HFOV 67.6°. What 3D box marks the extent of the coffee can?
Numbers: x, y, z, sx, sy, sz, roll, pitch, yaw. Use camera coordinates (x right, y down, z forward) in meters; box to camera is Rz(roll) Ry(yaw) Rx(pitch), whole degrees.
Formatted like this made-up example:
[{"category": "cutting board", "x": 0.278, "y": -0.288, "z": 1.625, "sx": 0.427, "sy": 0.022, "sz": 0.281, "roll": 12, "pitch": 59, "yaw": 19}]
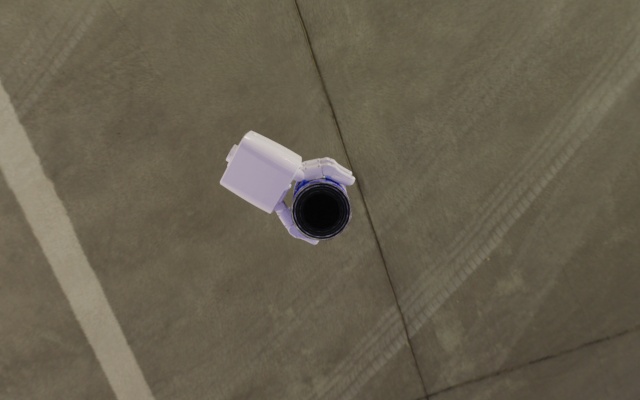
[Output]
[{"category": "coffee can", "x": 0.000, "y": 0.003, "z": 0.861, "sx": 0.103, "sy": 0.103, "sz": 0.140, "roll": 0, "pitch": 13, "yaw": -1}]
